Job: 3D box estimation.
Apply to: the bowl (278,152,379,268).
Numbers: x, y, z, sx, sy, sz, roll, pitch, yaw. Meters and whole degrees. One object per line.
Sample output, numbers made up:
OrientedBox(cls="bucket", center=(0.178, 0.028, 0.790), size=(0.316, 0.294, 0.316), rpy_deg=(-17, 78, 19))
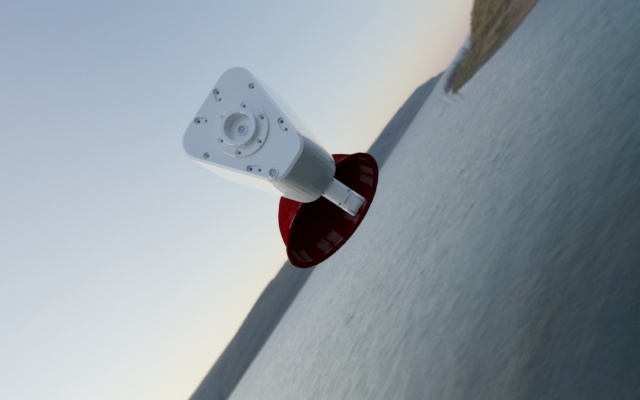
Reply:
OrientedBox(cls="bowl", center=(0.000, 0.002, 0.588), size=(0.055, 0.162, 0.162), rpy_deg=(35, 19, 29))
